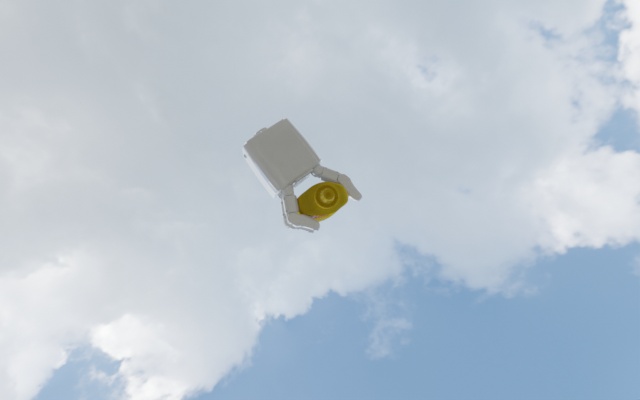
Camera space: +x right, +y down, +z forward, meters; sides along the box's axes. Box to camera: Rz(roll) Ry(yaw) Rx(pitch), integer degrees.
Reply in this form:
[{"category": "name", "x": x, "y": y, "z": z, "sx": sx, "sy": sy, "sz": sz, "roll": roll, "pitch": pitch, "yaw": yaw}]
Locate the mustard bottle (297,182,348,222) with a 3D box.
[{"category": "mustard bottle", "x": 0.000, "y": 0.003, "z": 0.875, "sx": 0.096, "sy": 0.058, "sz": 0.191, "roll": -13, "pitch": -7, "yaw": -10}]
